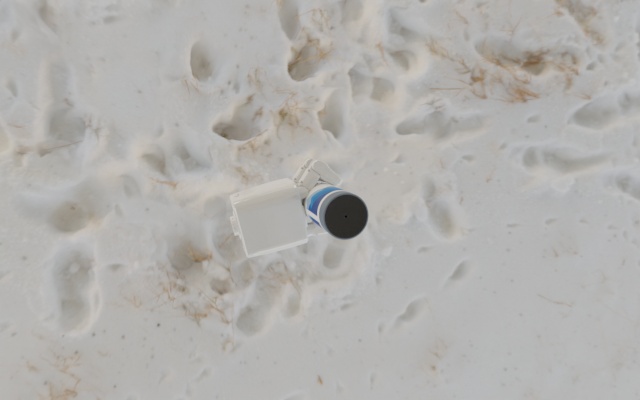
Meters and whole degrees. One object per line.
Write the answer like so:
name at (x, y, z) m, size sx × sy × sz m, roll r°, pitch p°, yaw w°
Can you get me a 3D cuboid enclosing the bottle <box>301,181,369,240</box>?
bottle at (0.000, 0.003, 0.803) m, size 0.069 × 0.069 × 0.295 m, roll 0°, pitch 8°, yaw -14°
